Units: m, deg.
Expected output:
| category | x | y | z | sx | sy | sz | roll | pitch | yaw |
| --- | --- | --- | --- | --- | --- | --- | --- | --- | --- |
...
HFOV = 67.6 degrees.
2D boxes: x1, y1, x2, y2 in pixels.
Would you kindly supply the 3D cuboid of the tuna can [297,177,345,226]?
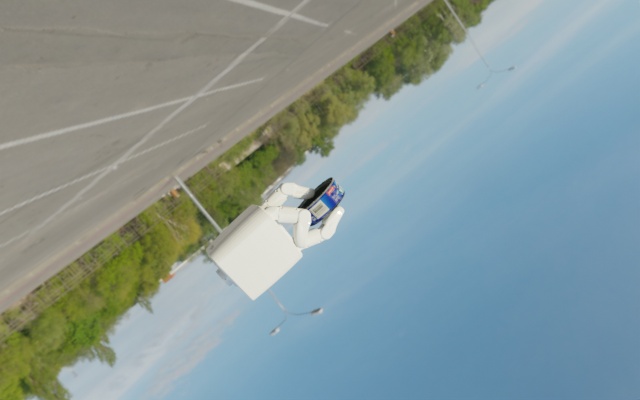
| category | x | y | z | sx | sy | sz | roll | pitch | yaw |
| --- | --- | --- | --- | --- | --- | --- | --- | --- | --- |
| tuna can | 0.001 | 0.003 | 0.797 | 0.086 | 0.034 | 0.086 | -42 | 11 | 10 |
